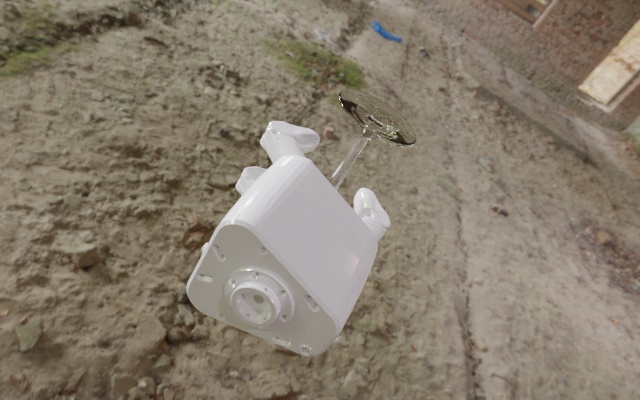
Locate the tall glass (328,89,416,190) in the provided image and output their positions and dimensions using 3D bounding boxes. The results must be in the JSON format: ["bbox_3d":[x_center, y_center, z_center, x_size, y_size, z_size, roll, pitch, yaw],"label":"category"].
[{"bbox_3d":[0.000,0.001,0.442,0.079,0.201,0.079,23,34,-17],"label":"tall glass"}]
